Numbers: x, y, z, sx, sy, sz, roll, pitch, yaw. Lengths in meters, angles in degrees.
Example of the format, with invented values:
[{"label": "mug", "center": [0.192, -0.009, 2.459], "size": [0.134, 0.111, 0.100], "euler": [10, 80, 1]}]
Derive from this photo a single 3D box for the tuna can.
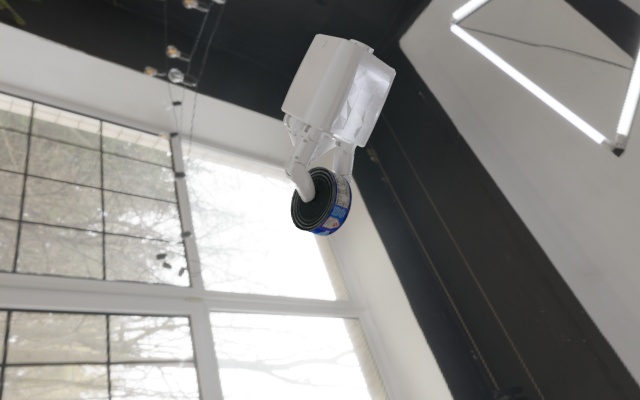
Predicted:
[{"label": "tuna can", "center": [0.000, 0.002, 0.617], "size": [0.034, 0.086, 0.086], "euler": [20, -13, -38]}]
